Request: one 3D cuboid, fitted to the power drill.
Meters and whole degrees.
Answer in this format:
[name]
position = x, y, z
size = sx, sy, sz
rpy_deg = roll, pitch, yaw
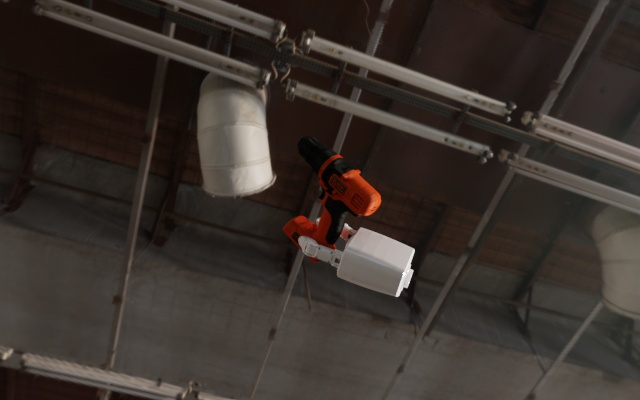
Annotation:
[power drill]
position = 0.000, 0.003, 0.845
size = 0.057, 0.188, 0.184
rpy_deg = -19, 56, -46
